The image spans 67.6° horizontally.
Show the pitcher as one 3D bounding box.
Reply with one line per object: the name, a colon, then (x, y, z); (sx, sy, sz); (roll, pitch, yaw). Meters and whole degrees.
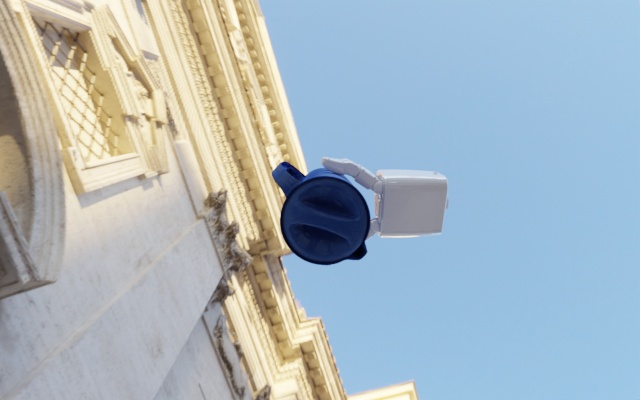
pitcher: (0.000, 0.003, 0.804); (0.145, 0.149, 0.242); (-2, 10, 0)
